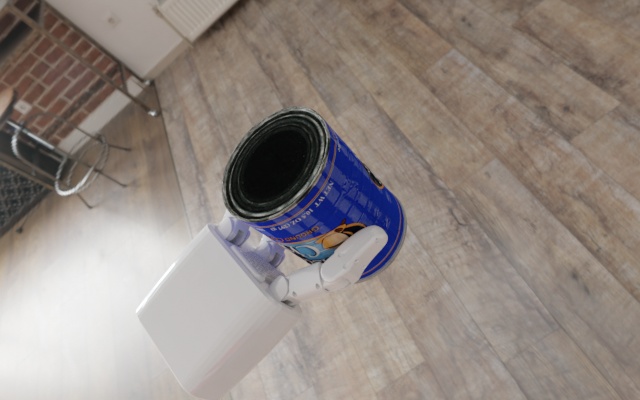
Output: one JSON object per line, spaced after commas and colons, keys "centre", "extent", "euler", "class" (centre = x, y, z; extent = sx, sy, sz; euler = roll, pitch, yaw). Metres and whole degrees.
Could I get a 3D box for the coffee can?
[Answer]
{"centre": [0.000, 0.001, 0.415], "extent": [0.103, 0.102, 0.140], "euler": [0, -27, 37], "class": "coffee can"}
